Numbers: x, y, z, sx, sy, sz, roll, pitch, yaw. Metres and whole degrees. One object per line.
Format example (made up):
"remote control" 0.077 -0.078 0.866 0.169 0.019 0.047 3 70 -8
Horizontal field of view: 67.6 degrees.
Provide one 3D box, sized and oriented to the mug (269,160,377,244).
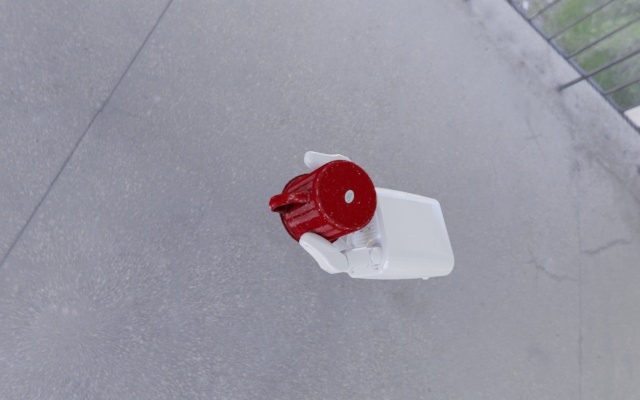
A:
"mug" -0.001 0.002 0.538 0.117 0.093 0.081 5 -16 -28
